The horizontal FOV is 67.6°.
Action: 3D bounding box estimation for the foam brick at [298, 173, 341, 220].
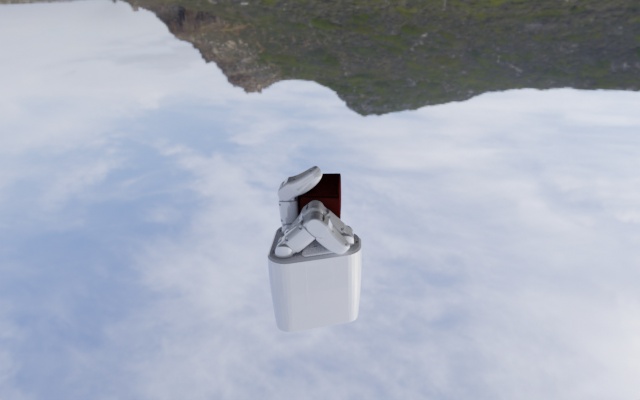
[{"bbox_3d":[0.000,0.002,0.618,0.053,0.051,0.078,0,24,4],"label":"foam brick"}]
